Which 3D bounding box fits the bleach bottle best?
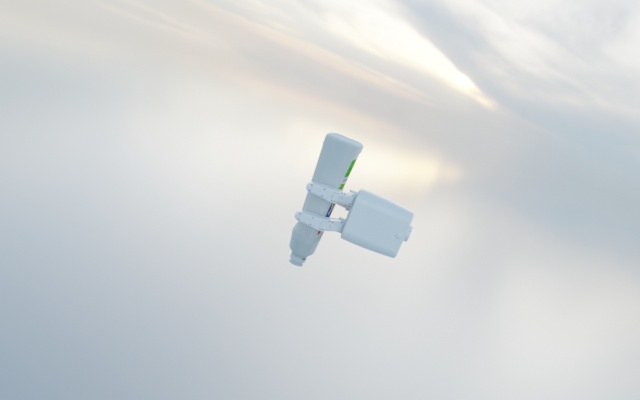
[{"bbox_3d":[0.000,0.003,0.881,0.068,0.251,0.102,23,13,8],"label":"bleach bottle"}]
